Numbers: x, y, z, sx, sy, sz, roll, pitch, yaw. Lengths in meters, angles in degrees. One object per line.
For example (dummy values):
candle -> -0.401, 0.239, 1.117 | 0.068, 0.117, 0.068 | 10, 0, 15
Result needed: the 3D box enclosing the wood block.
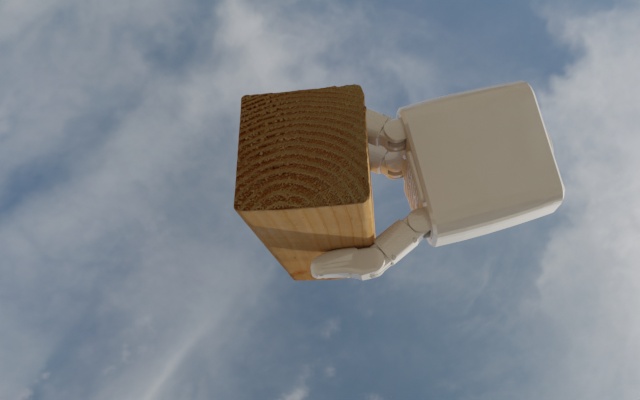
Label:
wood block -> 0.000, 0.002, 0.411 | 0.090, 0.090, 0.206 | -4, -23, 7
